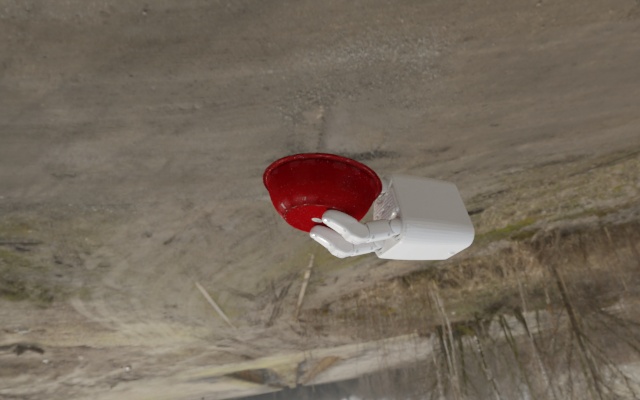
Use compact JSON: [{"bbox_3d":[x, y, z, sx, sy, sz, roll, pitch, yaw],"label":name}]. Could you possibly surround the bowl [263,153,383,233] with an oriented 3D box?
[{"bbox_3d":[-0.001,0.002,0.633,0.162,0.055,0.162,5,-27,2],"label":"bowl"}]
